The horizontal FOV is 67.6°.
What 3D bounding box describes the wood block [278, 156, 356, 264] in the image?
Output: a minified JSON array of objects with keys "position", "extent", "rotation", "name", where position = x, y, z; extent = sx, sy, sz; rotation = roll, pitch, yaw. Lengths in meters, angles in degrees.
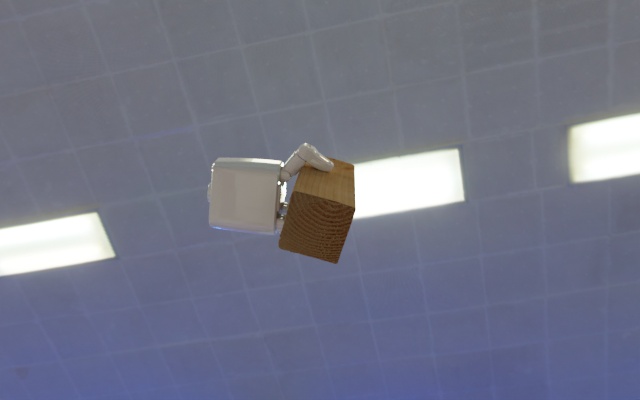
[{"position":[0.000,0.002,0.741],"extent":[0.090,0.091,0.206],"rotation":[16,21,-3],"name":"wood block"}]
